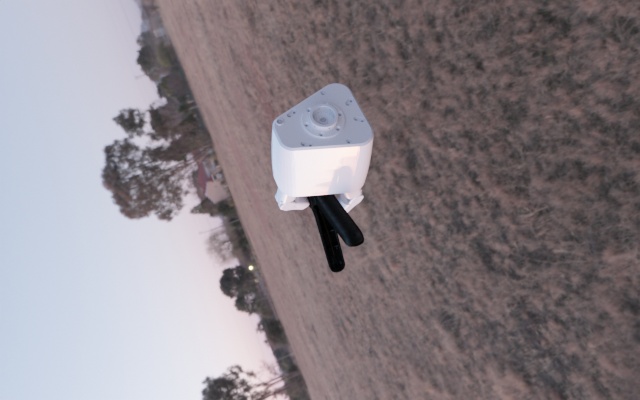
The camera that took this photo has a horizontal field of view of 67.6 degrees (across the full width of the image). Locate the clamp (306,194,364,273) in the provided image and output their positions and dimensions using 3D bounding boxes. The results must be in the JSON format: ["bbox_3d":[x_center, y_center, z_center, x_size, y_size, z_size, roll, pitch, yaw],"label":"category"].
[{"bbox_3d":[-0.001,0.002,0.697,0.036,0.210,0.165,-19,-24,-15],"label":"clamp"}]
